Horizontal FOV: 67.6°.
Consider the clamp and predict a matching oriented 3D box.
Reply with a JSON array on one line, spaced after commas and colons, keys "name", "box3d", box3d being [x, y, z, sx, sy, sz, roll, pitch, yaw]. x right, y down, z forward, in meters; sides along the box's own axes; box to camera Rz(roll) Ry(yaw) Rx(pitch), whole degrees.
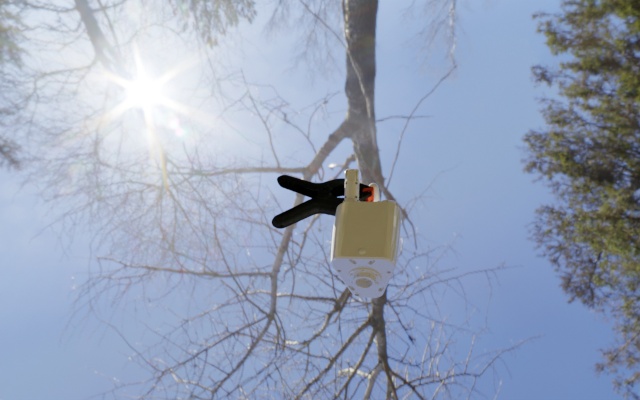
[{"name": "clamp", "box3d": [0.000, 0.003, 0.783, 0.171, 0.120, 0.039, 1, -42, 12]}]
